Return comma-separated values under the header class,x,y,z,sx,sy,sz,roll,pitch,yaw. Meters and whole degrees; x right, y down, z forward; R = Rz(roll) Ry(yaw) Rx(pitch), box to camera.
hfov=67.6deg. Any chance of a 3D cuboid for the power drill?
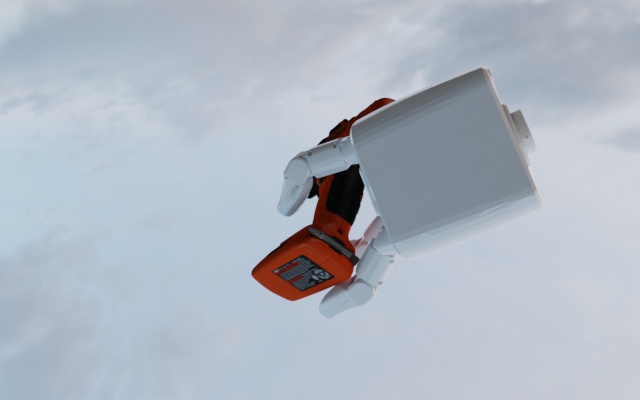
class,x,y,z,sx,sy,sz,roll,pitch,yaw
power drill,0.000,0.002,0.470,0.057,0.187,0.184,34,-38,-16
